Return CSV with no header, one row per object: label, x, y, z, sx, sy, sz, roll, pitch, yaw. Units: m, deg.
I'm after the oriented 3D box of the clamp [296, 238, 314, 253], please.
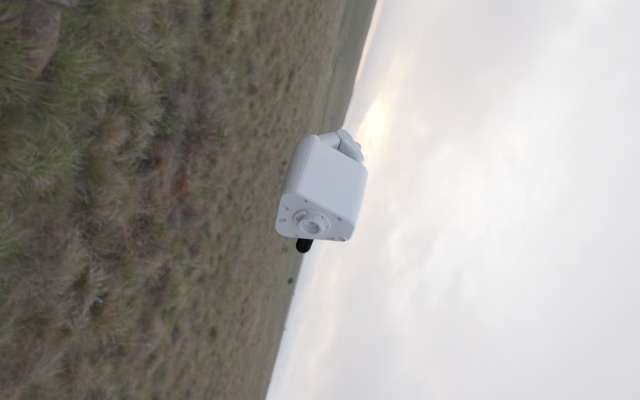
clamp,0.001,0.002,0.757,0.039,0.120,0.172,16,-43,1
